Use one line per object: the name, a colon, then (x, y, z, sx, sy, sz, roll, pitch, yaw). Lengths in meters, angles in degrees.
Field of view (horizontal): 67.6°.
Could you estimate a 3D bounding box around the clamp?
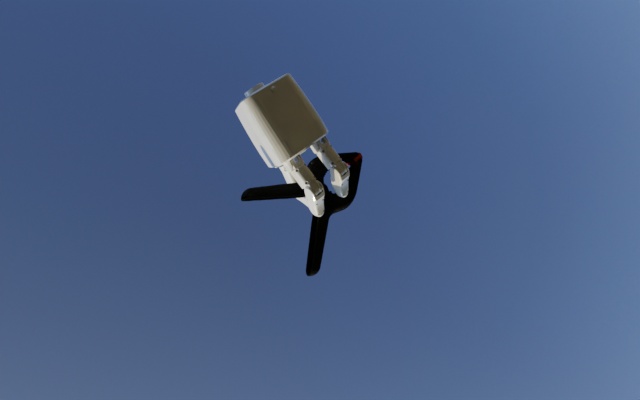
clamp: (0.000, 0.002, 0.747, 0.210, 0.164, 0.036, -38, 11, -27)
